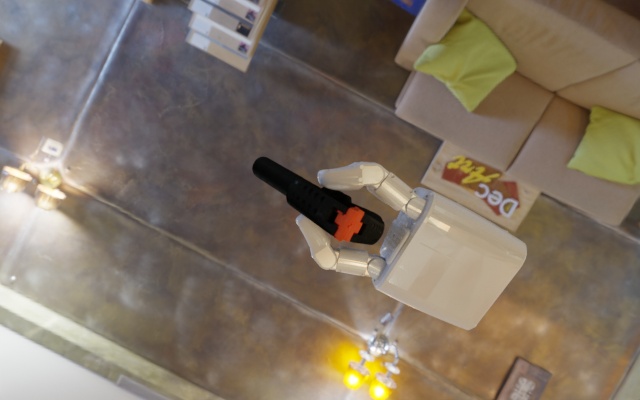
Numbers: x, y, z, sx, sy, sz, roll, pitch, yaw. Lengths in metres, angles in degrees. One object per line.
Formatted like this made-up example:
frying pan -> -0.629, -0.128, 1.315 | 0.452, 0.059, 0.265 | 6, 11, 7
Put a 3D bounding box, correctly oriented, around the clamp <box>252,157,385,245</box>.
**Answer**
clamp -> 0.000, 0.002, 0.463 | 0.164, 0.036, 0.210 | 26, 3, -3
